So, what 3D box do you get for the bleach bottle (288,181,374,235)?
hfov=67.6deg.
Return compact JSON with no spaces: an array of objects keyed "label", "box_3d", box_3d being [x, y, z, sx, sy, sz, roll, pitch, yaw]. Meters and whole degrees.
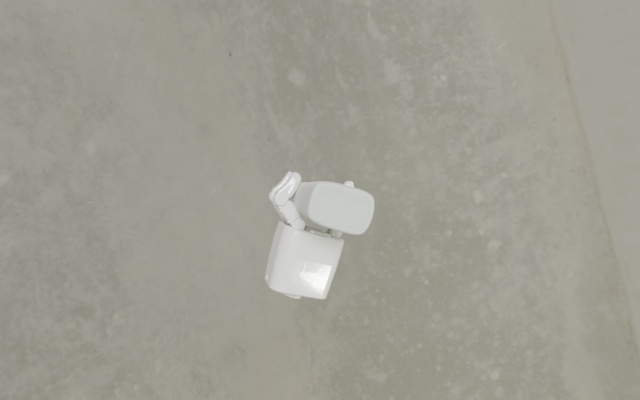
[{"label":"bleach bottle","box_3d":[0.000,0.003,0.801,0.102,0.068,0.251,16,0,-14]}]
